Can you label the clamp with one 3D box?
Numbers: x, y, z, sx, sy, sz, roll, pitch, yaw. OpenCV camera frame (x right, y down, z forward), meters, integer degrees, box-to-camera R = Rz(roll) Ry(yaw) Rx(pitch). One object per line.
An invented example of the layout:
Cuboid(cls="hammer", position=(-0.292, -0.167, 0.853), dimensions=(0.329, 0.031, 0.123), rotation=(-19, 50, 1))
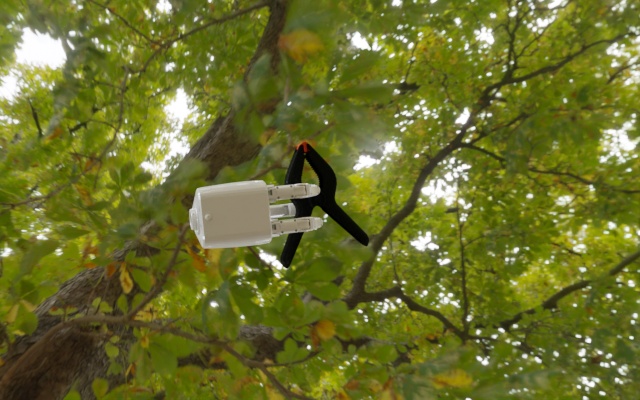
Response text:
Cuboid(cls="clamp", position=(0.000, 0.002, 0.828), dimensions=(0.164, 0.210, 0.036), rotation=(-6, -2, -22))
